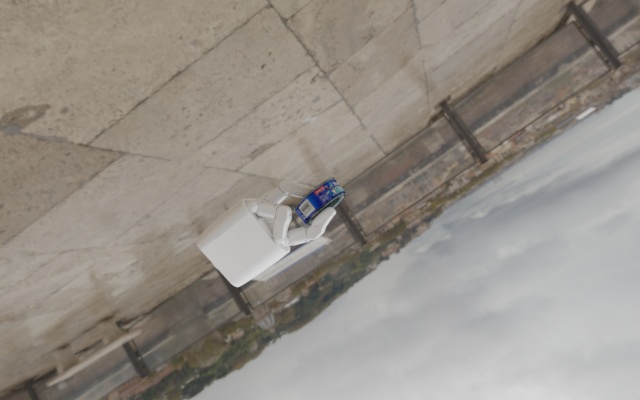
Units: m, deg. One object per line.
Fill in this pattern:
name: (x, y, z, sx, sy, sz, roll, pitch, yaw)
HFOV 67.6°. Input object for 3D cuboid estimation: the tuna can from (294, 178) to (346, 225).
tuna can: (0.001, 0.003, 0.787, 0.086, 0.033, 0.086, -37, -10, -8)
